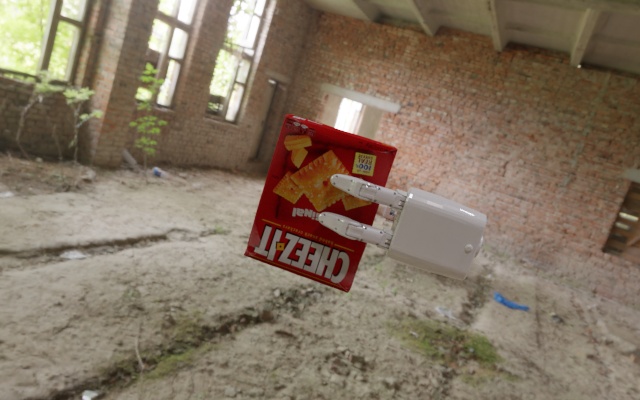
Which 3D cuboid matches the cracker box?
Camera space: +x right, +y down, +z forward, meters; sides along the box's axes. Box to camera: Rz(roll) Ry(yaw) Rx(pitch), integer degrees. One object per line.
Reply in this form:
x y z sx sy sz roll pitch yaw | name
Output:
0.000 0.002 0.686 0.164 0.214 0.072 19 8 7 | cracker box
